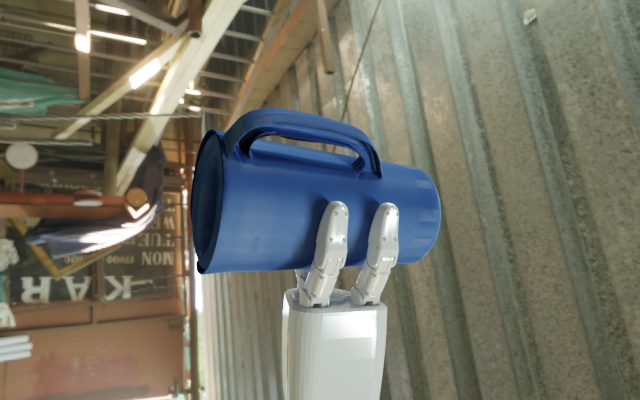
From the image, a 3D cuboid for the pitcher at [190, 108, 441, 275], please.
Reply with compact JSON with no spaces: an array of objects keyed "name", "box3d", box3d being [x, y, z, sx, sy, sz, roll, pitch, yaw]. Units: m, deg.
[{"name":"pitcher","box3d":[0.000,0.002,0.477,0.243,0.145,0.149,4,-3,-25]}]
